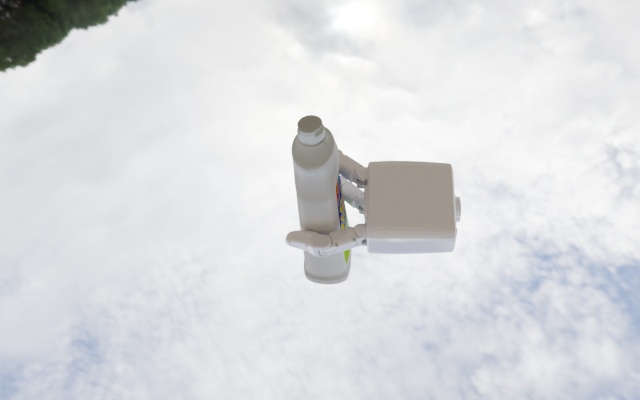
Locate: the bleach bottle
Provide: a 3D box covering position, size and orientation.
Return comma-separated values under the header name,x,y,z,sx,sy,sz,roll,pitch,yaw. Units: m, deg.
name,x,y,z,sx,sy,sz,roll,pitch,yaw
bleach bottle,0.000,0.002,0.610,0.068,0.102,0.251,1,-39,8
